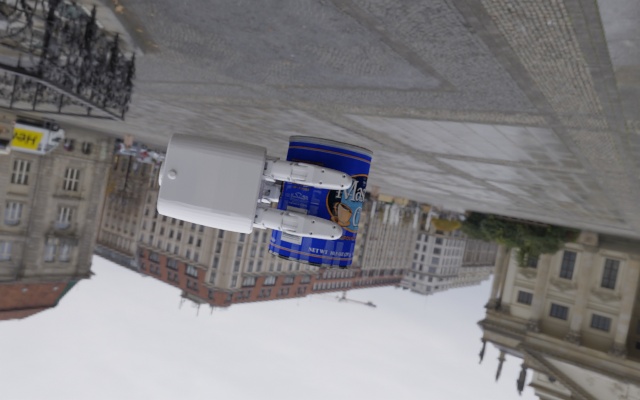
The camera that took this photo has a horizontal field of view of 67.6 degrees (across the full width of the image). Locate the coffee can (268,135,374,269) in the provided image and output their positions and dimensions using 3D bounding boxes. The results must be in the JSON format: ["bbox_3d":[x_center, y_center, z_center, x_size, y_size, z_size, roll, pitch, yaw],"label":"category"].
[{"bbox_3d":[0.000,0.002,0.573,0.103,0.140,0.103,11,1,0],"label":"coffee can"}]
